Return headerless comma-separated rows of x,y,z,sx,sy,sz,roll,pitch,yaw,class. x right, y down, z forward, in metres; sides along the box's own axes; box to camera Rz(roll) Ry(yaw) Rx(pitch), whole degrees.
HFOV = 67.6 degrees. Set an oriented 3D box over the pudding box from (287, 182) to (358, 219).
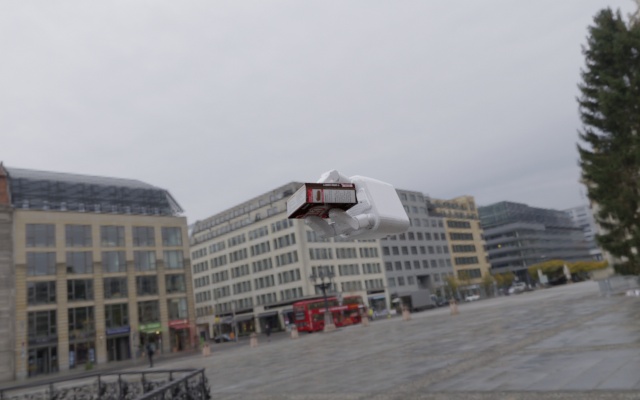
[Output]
0.000,0.002,0.800,0.090,0.039,0.113,-1,-17,-19,pudding box
